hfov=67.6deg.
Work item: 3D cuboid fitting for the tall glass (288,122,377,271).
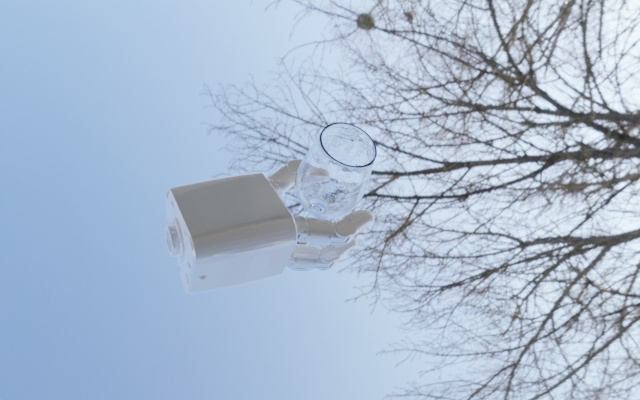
[{"bbox_3d":[0.000,0.002,0.557,0.079,0.079,0.201,0,-36,-21],"label":"tall glass"}]
